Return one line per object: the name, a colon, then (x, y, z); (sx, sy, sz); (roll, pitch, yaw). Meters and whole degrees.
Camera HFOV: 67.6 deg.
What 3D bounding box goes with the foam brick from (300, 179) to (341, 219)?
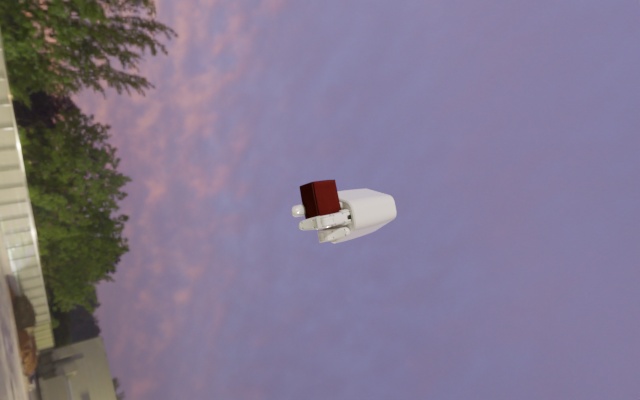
foam brick: (0.000, 0.003, 0.895); (0.051, 0.078, 0.053); (-11, 0, -30)
